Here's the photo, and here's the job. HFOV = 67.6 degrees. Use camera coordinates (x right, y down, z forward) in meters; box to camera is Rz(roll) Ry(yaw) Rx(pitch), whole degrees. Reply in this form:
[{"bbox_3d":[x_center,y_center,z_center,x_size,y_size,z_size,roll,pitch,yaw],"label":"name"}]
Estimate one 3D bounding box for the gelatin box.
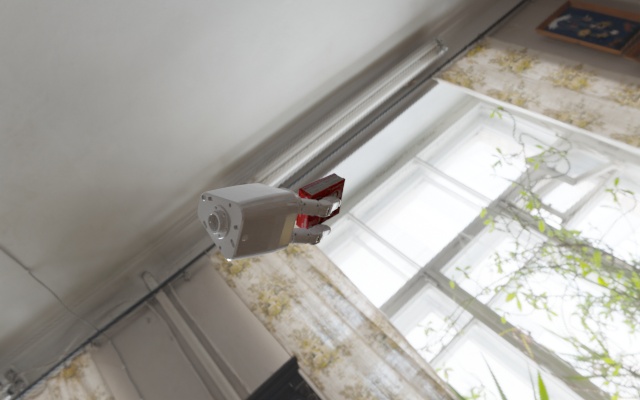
[{"bbox_3d":[0.000,0.002,0.800,0.030,0.073,0.089,32,40,30],"label":"gelatin box"}]
